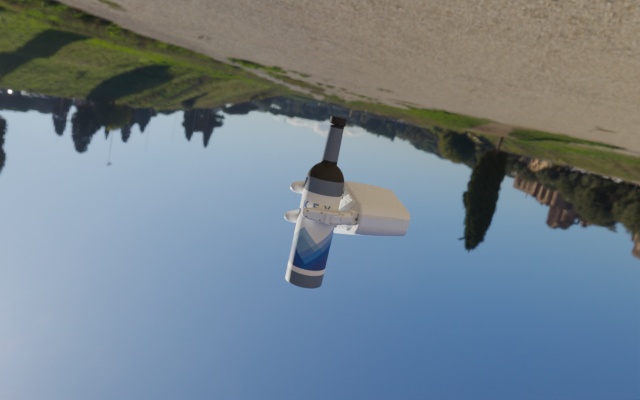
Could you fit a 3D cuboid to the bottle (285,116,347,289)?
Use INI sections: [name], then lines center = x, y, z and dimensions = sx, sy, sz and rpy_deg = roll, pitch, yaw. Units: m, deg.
[bottle]
center = 0.000, 0.003, 0.823
dimensions = 0.069, 0.296, 0.069
rpy_deg = 12, 12, -2
